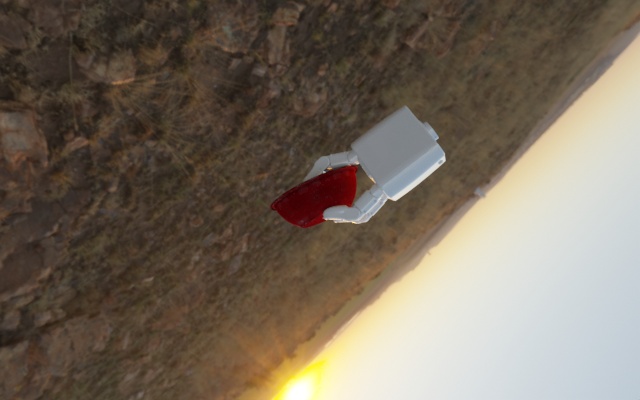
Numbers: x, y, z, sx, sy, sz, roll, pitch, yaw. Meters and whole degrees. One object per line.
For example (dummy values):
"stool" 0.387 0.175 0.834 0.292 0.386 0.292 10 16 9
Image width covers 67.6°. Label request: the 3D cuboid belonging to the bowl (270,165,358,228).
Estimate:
"bowl" -0.001 0.004 0.798 0.162 0.055 0.162 -24 -9 -4
